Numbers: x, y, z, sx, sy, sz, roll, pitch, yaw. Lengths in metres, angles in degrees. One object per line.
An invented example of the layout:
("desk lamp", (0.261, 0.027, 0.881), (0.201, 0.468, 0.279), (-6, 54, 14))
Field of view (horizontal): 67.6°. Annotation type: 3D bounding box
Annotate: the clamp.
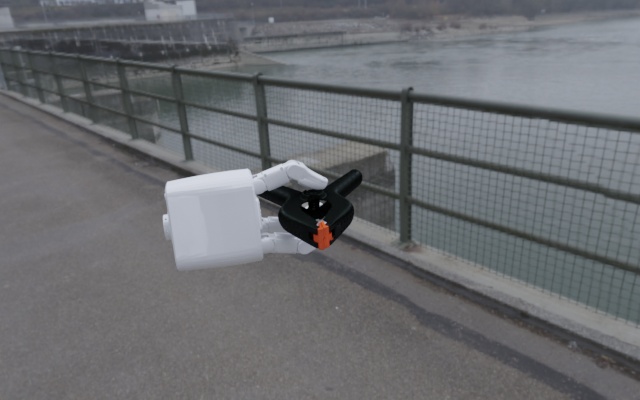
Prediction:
("clamp", (0.000, 0.002, 0.628), (0.164, 0.036, 0.210), (-9, 23, -11))
